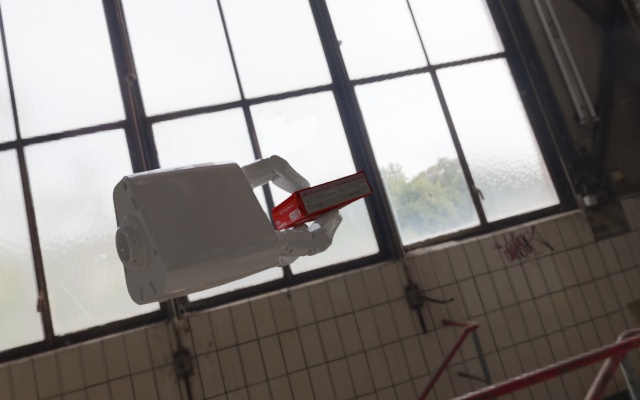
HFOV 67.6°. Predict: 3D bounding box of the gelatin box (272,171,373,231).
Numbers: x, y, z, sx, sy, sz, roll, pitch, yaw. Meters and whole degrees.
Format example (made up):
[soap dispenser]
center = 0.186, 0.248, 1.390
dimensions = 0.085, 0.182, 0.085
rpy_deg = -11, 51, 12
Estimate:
[gelatin box]
center = 0.000, 0.001, 0.517
dimensions = 0.089, 0.030, 0.073
rpy_deg = -19, -6, -30
